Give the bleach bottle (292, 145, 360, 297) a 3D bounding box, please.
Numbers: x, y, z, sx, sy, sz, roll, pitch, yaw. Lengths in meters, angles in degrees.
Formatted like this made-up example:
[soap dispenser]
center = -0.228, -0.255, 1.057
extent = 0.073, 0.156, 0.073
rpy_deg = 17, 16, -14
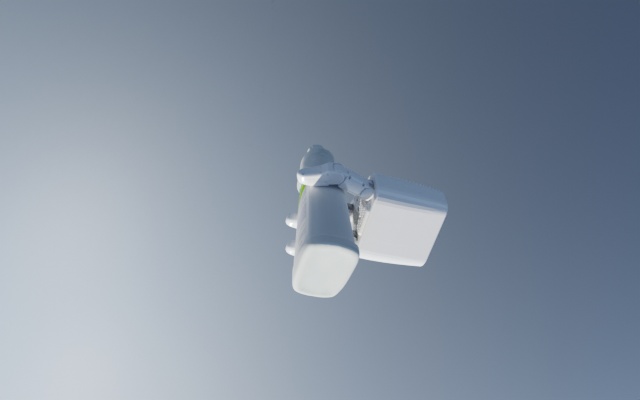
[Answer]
[bleach bottle]
center = 0.000, 0.002, 0.649
extent = 0.068, 0.103, 0.250
rpy_deg = 12, 41, -13
